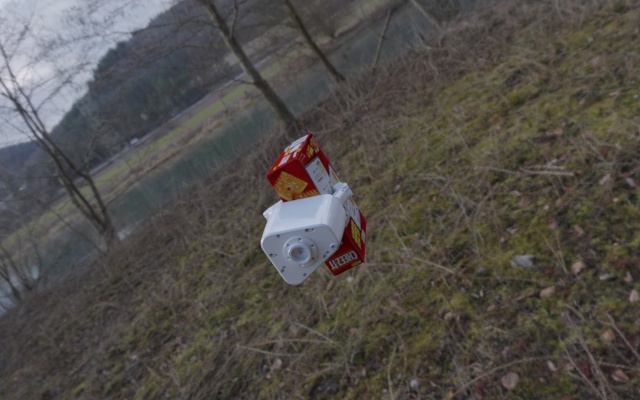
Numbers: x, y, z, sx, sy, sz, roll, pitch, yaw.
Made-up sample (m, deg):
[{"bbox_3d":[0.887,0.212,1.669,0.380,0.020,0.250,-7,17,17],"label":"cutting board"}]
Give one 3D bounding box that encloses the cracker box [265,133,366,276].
[{"bbox_3d":[0.000,0.003,0.855,0.072,0.214,0.164,-28,17,17],"label":"cracker box"}]
